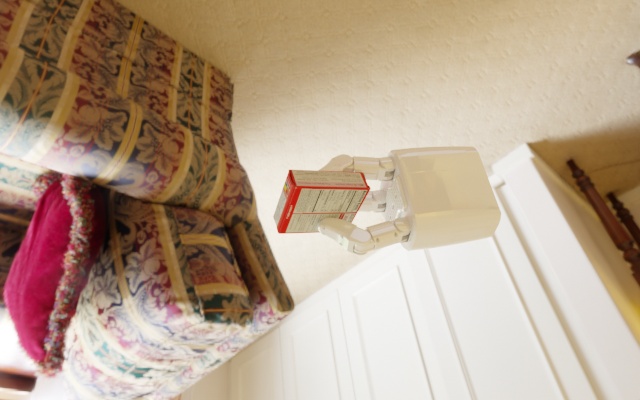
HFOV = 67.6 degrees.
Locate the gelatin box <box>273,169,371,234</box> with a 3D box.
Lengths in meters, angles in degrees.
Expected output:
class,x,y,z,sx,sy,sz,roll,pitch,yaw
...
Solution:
class,x,y,z,sx,sy,sz,roll,pitch,yaw
gelatin box,0.000,0.002,0.522,0.089,0.030,0.073,0,-43,-24
